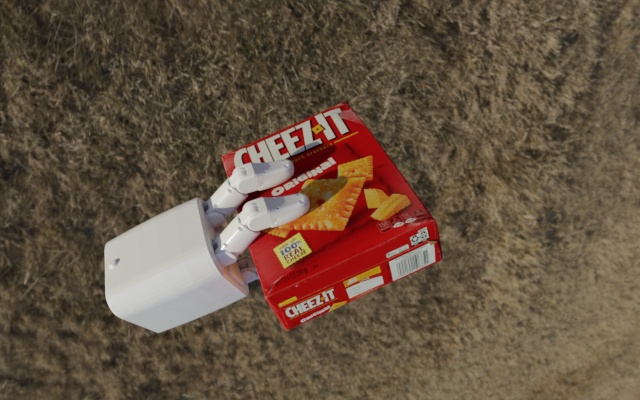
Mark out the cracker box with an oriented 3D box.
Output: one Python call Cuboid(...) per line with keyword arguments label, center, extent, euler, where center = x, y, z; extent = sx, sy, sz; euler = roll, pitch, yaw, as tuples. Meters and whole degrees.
Cuboid(label="cracker box", center=(0.000, 0.002, 0.496), extent=(0.164, 0.072, 0.213), euler=(-24, 46, -3))
